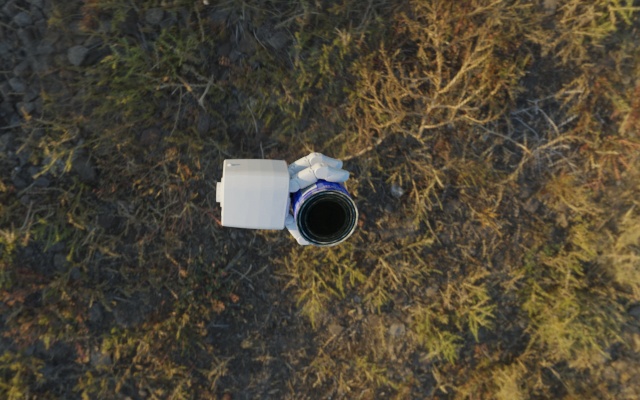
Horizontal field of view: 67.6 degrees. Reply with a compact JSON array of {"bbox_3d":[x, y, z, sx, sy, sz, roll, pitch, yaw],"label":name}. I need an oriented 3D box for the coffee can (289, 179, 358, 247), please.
[{"bbox_3d":[0.000,0.003,0.827,0.103,0.103,0.140,0,23,-10],"label":"coffee can"}]
